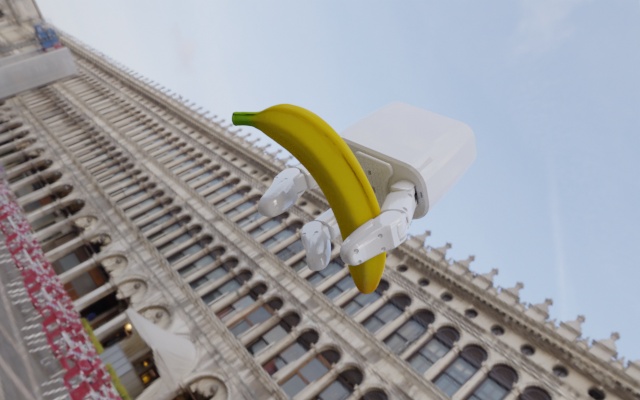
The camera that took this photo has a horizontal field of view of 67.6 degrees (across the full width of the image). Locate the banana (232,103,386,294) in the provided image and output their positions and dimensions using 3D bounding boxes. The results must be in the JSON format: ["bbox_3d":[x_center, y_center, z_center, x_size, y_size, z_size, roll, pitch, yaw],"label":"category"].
[{"bbox_3d":[0.011,-0.007,0.396,0.070,0.198,0.037,-24,16,44],"label":"banana"}]
